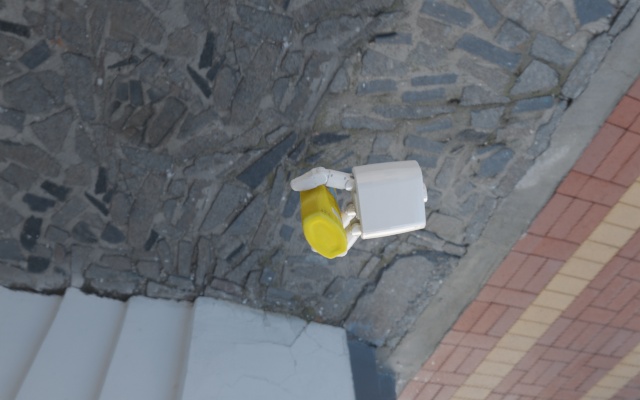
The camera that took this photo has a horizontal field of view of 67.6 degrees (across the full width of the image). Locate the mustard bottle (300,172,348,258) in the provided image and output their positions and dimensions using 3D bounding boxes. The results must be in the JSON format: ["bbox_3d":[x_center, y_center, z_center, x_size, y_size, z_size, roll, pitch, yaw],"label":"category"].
[{"bbox_3d":[0.000,0.003,0.802,0.058,0.096,0.191,-28,32,13],"label":"mustard bottle"}]
